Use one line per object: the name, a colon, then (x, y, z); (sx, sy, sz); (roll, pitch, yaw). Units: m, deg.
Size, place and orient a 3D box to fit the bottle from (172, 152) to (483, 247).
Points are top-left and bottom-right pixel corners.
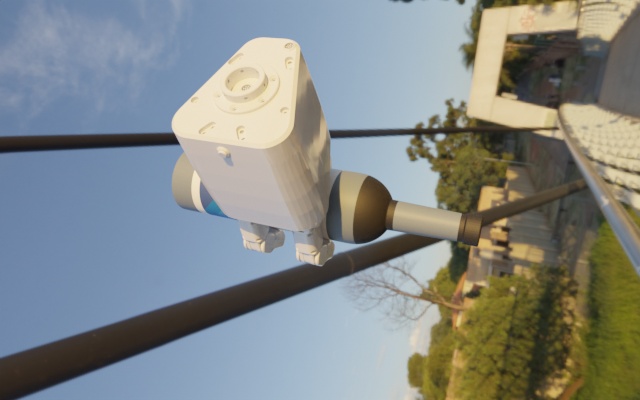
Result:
bottle: (0.000, 0.001, 0.456); (0.295, 0.069, 0.069); (10, 3, 20)
